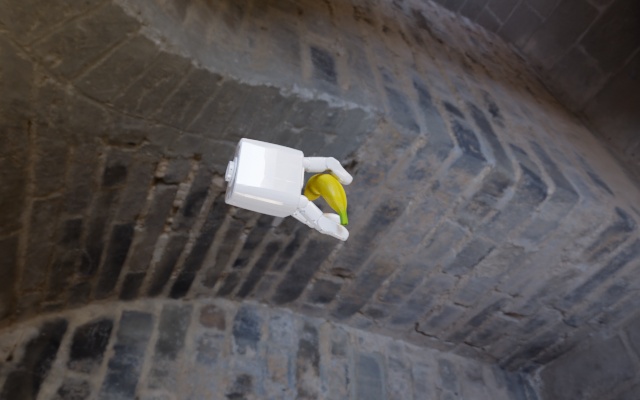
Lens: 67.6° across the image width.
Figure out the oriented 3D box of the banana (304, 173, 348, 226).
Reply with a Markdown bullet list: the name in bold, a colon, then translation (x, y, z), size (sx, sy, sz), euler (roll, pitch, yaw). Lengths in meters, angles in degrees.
- **banana**: translation (0.004, -0.015, 0.842), size (0.037, 0.069, 0.197), euler (6, 11, -19)
